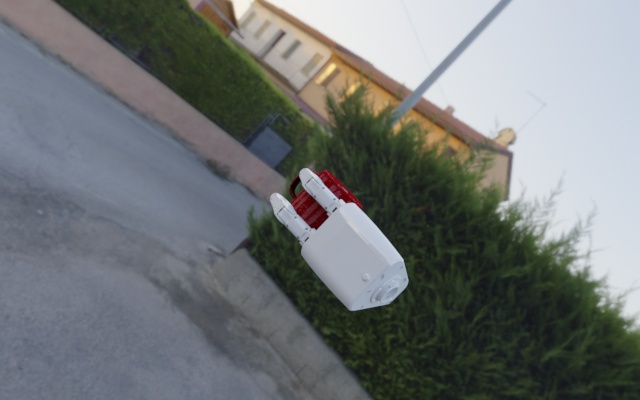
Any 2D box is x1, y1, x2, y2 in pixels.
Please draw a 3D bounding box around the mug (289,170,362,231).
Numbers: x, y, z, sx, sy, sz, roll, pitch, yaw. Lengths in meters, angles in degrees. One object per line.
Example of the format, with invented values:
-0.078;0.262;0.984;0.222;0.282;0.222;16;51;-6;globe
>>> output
-0.001;0.001;0.709;0.117;0.081;0.093;49;7;30;mug
